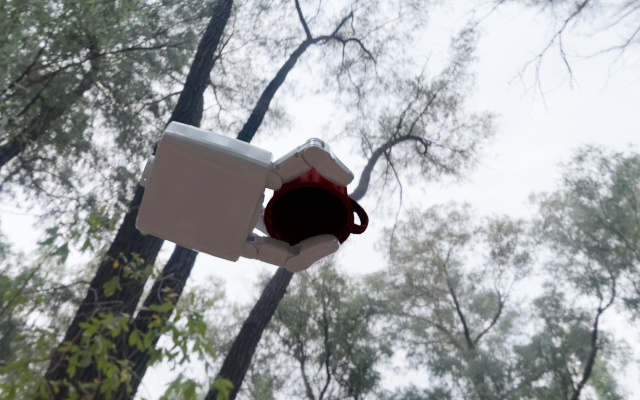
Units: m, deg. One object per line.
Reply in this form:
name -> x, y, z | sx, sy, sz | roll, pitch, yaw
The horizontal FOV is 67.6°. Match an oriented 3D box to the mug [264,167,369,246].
mug -> 0.001, 0.002, 0.521 | 0.117, 0.093, 0.081 | 20, 33, -12
